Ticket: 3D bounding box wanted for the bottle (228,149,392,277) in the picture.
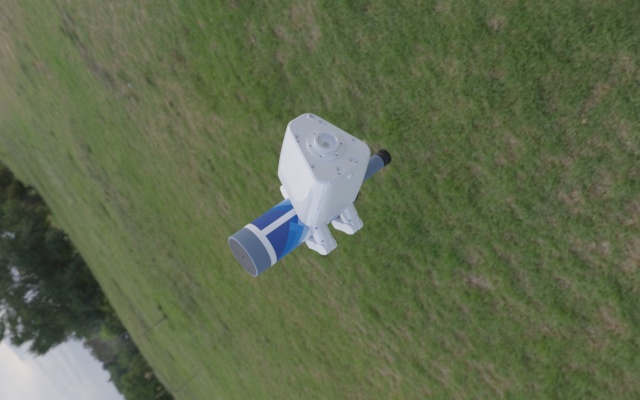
[{"bbox_3d":[0.000,0.003,0.724,0.295,0.069,0.069,-35,17,-27],"label":"bottle"}]
